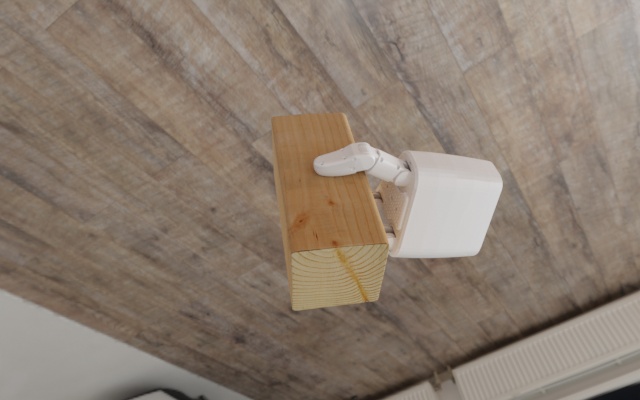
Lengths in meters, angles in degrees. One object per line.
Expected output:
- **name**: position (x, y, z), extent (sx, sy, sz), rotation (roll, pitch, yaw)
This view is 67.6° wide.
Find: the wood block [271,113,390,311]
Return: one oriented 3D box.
- **wood block**: position (0.001, 0.002, 0.515), extent (0.090, 0.091, 0.206), rotation (-5, 44, -8)
